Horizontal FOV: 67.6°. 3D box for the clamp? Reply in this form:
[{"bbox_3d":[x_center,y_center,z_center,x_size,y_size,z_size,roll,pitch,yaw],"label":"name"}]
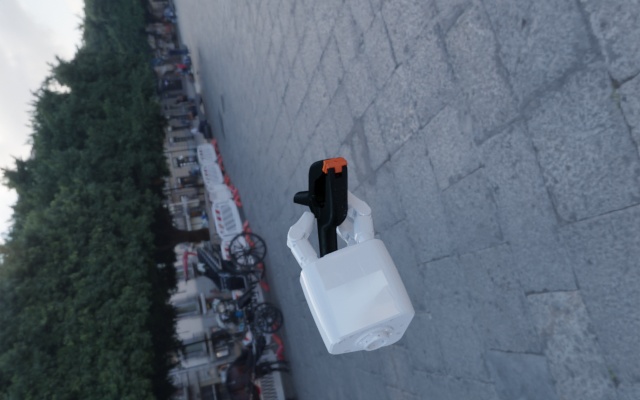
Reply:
[{"bbox_3d":[-0.001,0.002,0.683,0.036,0.164,0.210,-13,-37,-18],"label":"clamp"}]
